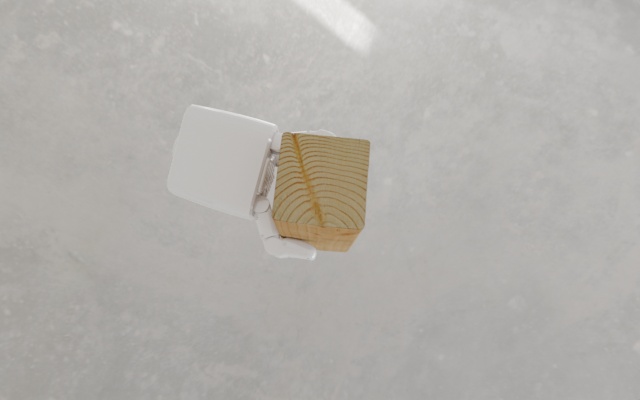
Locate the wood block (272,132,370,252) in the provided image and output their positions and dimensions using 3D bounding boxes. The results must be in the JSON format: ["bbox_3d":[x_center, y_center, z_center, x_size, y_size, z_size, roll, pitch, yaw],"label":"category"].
[{"bbox_3d":[0.000,0.002,0.556,0.090,0.090,0.206,6,-12,0],"label":"wood block"}]
